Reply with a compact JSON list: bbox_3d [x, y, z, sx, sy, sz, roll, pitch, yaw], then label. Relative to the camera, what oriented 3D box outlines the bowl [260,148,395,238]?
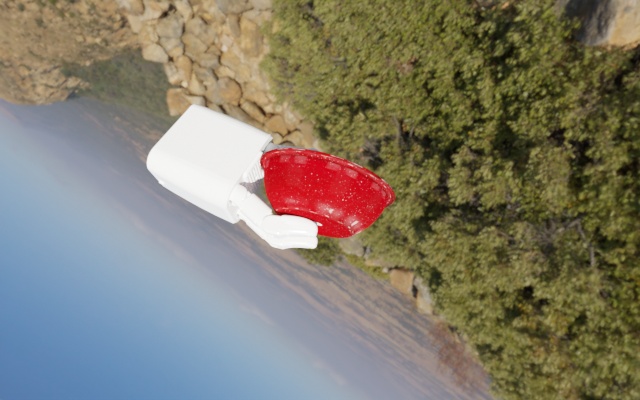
[{"bbox_3d":[0.001,0.002,0.544,0.162,0.055,0.162,15,-17,5],"label":"bowl"}]
